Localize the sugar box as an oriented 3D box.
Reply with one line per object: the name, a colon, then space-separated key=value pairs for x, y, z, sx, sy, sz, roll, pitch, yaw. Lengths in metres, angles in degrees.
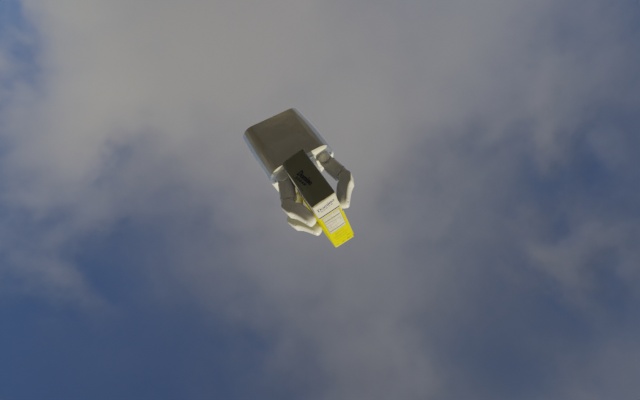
sugar box: x=0.000 y=0.003 z=0.751 sx=0.048 sy=0.093 sz=0.176 roll=-35 pitch=-28 yaw=-1
